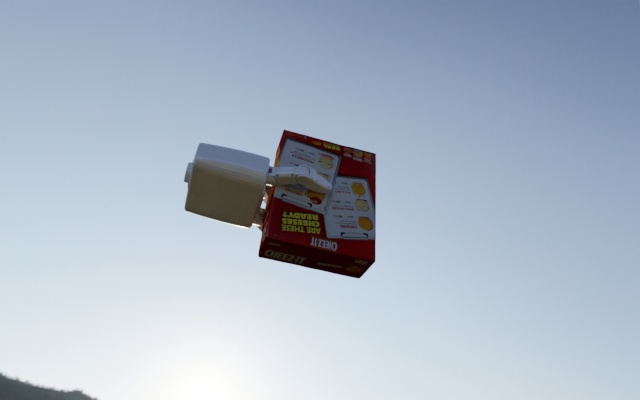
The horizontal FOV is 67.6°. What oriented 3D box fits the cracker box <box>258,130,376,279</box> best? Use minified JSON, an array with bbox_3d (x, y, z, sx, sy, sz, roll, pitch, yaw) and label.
[{"bbox_3d":[0.000,0.002,0.753,0.164,0.213,0.072,14,-38,-11],"label":"cracker box"}]
